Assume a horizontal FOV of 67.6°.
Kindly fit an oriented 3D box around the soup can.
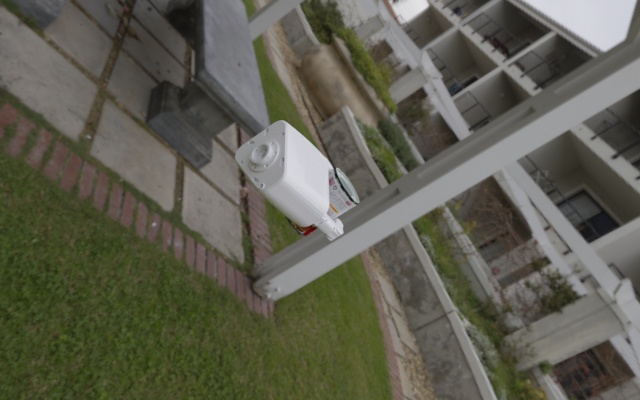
[{"bbox_3d":[0.001,0.003,0.743,0.102,0.068,0.068,-32,-9,15],"label":"soup can"}]
